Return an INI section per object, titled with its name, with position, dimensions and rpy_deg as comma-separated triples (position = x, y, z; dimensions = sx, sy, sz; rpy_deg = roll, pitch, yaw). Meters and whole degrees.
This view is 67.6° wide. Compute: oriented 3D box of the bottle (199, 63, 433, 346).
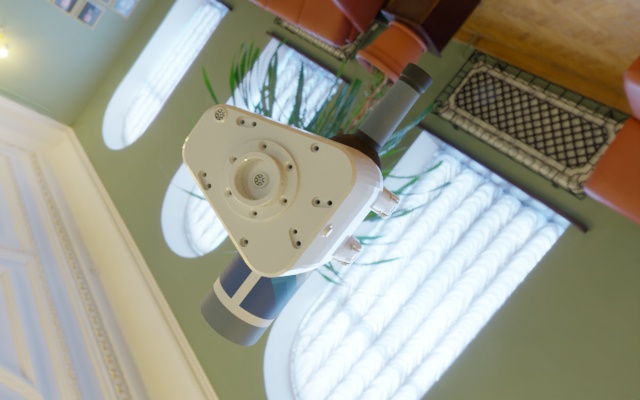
[bottle]
position = 0.000, 0.002, 0.442
dimensions = 0.069, 0.296, 0.069
rpy_deg = 37, 7, -6
